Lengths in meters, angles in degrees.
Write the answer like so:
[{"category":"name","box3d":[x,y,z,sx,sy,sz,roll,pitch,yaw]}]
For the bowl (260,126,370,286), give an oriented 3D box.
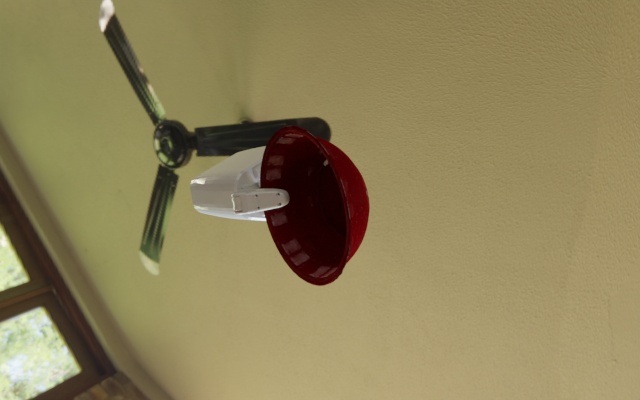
[{"category":"bowl","box3d":[0.001,0.002,0.487,0.055,0.162,0.162,-14,7,-32]}]
